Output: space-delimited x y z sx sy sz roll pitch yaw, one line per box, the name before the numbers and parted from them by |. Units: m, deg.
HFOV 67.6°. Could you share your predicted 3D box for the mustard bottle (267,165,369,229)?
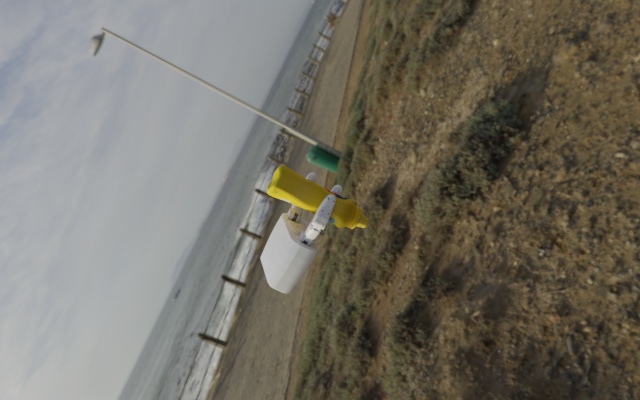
mustard bottle | 0.000 0.002 0.863 0.191 0.058 0.096 26 -5 -11
